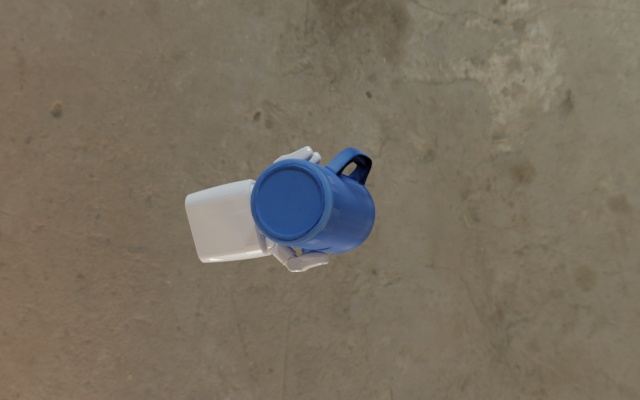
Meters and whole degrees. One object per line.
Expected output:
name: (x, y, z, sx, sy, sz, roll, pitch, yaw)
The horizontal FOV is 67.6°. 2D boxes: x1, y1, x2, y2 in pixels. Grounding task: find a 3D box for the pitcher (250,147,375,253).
pitcher: (0.000, 0.002, 0.687, 0.145, 0.149, 0.243, -10, -8, 14)
